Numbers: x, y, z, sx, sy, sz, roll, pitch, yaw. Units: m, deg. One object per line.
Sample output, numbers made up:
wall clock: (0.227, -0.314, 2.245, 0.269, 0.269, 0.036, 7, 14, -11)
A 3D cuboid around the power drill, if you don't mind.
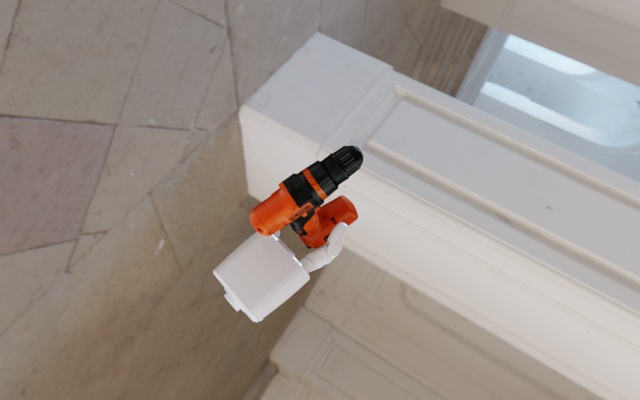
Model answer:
power drill: (0.000, 0.003, 0.733, 0.184, 0.057, 0.188, -34, -24, 5)
